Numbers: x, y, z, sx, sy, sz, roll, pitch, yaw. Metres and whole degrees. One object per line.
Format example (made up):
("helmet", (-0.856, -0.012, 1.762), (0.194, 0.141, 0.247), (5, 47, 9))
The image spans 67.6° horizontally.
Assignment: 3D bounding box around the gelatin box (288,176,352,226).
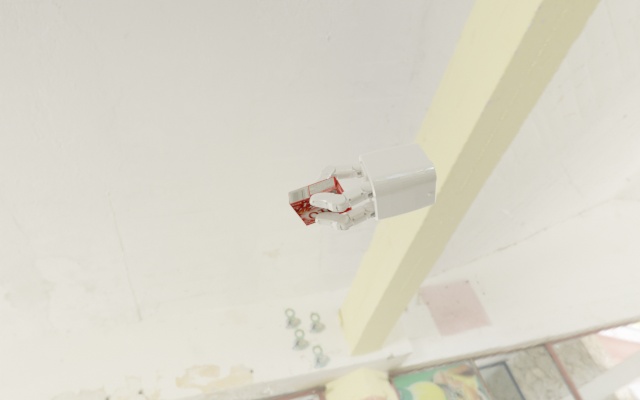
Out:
("gelatin box", (0.000, 0.002, 0.815), (0.089, 0.030, 0.073), (-19, -38, 13))
